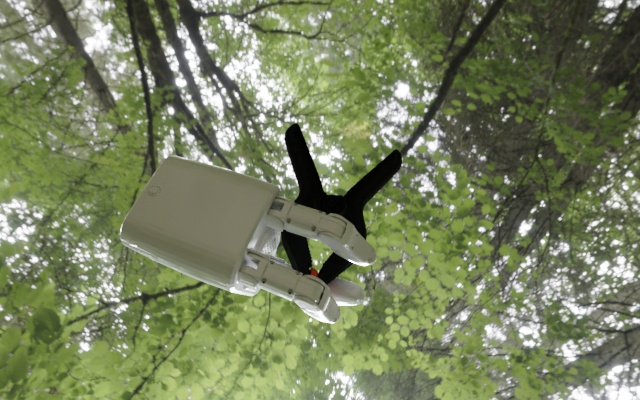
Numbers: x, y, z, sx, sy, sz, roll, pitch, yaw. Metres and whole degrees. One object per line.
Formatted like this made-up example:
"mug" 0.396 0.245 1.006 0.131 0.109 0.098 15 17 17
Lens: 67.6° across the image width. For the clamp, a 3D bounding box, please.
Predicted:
"clamp" 0.000 0.002 0.454 0.120 0.171 0.039 19 -29 8
